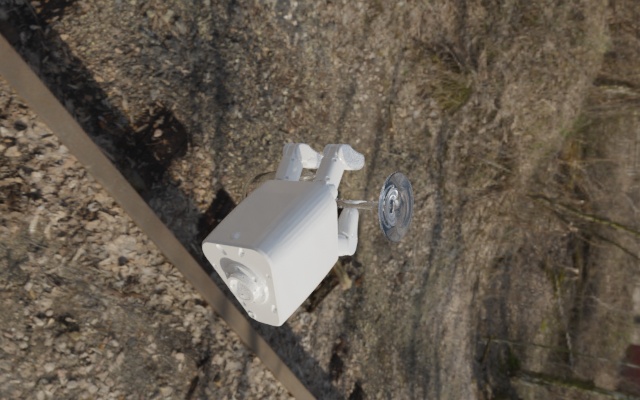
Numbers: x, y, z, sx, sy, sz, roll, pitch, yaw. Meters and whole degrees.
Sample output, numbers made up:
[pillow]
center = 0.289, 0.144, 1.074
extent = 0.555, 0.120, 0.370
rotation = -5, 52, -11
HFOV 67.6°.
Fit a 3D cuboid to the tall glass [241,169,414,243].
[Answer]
[tall glass]
center = 0.001, 0.002, 0.554
extent = 0.201, 0.079, 0.079
rotation = 4, 2, 37
